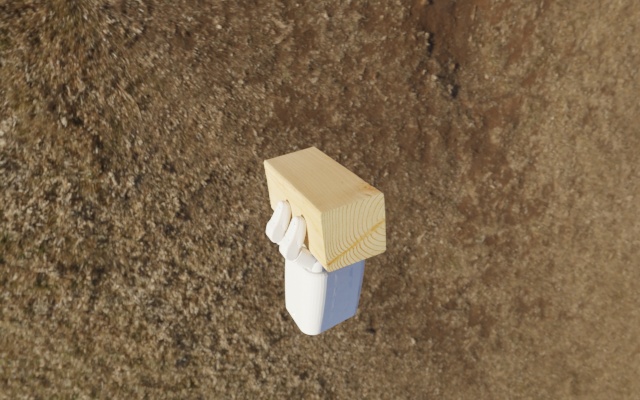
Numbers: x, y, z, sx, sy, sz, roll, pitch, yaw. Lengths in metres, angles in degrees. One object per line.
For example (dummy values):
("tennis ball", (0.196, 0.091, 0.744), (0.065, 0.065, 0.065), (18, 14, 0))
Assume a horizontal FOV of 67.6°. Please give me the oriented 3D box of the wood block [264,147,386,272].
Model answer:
("wood block", (0.000, 0.003, 0.683), (0.091, 0.090, 0.206), (-17, 29, -20))
